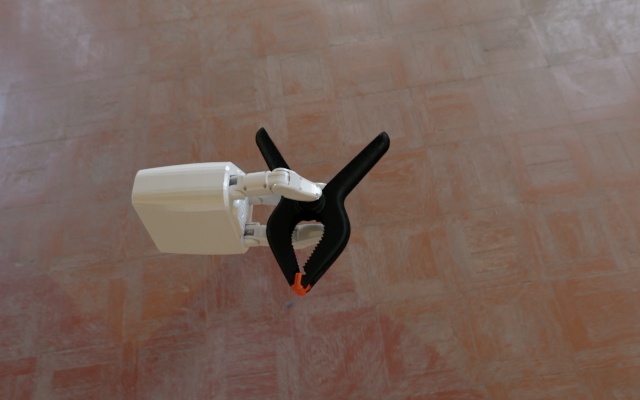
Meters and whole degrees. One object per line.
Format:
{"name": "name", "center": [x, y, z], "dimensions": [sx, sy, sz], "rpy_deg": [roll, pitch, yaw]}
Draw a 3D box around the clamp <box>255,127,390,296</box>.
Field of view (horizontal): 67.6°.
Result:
{"name": "clamp", "center": [0.000, 0.002, 0.543], "dimensions": [0.164, 0.210, 0.036], "rpy_deg": [-3, -26, 8]}
